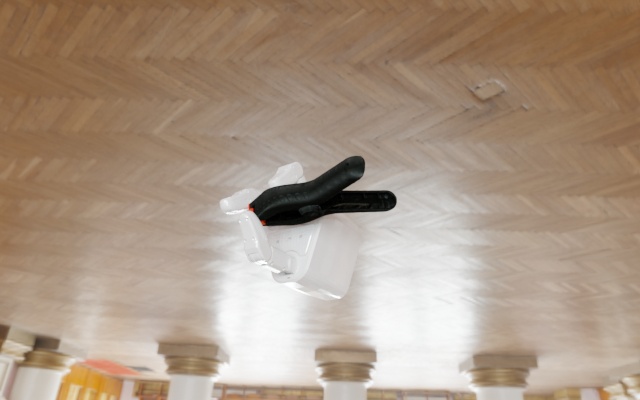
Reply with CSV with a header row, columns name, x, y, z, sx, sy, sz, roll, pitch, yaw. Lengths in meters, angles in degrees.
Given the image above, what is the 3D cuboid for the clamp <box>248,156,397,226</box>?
name,x,y,z,sx,sy,sz,roll,pitch,yaw
clamp,0.000,0.002,0.542,0.171,0.039,0.120,-15,-31,30
